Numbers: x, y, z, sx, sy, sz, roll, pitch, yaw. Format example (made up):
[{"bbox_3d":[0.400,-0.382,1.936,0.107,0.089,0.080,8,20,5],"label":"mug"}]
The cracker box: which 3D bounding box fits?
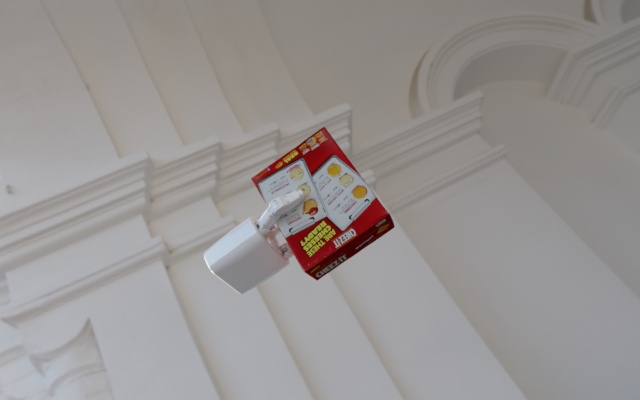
[{"bbox_3d":[0.000,0.002,0.822,0.164,0.213,0.072,-35,-30,3],"label":"cracker box"}]
